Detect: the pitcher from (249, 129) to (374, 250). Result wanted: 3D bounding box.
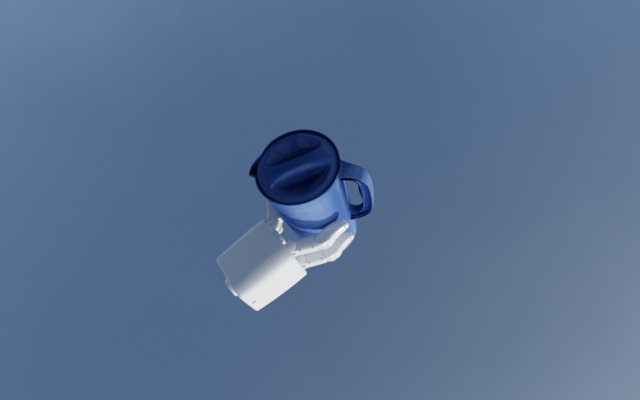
[{"bbox_3d":[0.000,0.003,0.804,0.145,0.149,0.243,-38,-30,-7],"label":"pitcher"}]
